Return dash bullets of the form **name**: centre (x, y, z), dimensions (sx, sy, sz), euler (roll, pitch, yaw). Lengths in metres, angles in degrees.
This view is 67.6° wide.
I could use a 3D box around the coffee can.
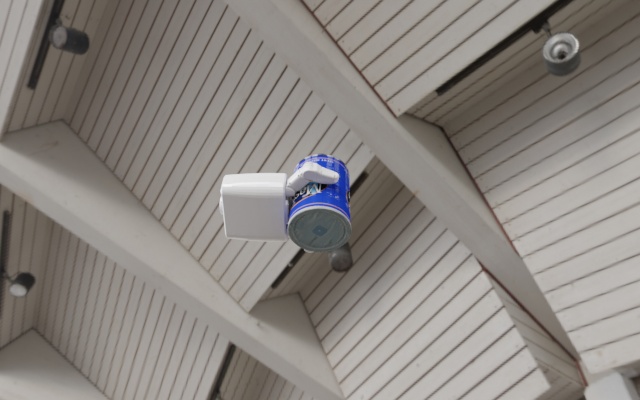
- **coffee can**: centre (0.000, 0.003, 0.818), dimensions (0.103, 0.103, 0.140), euler (0, 43, 2)
